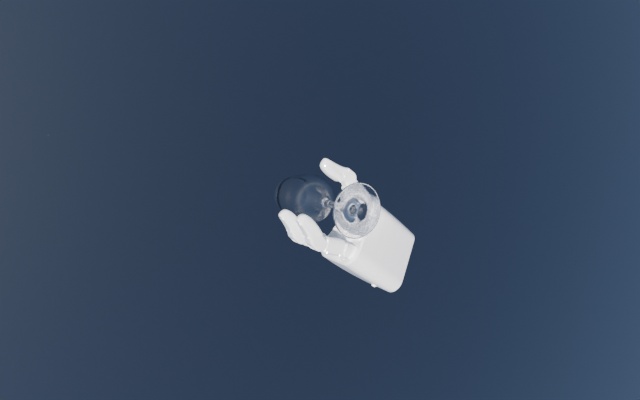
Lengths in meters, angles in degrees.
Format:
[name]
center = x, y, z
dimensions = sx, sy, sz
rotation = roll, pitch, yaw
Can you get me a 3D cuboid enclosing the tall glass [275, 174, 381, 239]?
[tall glass]
center = 0.000, 0.002, 0.707
dimensions = 0.079, 0.079, 0.201
rotation = 0, 7, -30
